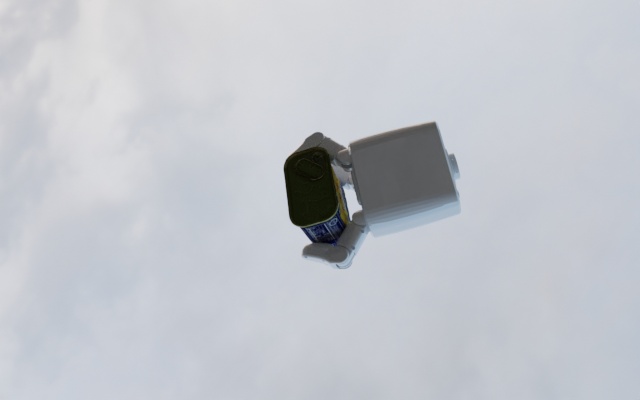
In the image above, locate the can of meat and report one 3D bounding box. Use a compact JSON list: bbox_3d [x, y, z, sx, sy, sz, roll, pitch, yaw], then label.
[{"bbox_3d":[0.000,0.002,0.571,0.057,0.102,0.084,-17,-33,11],"label":"can of meat"}]
